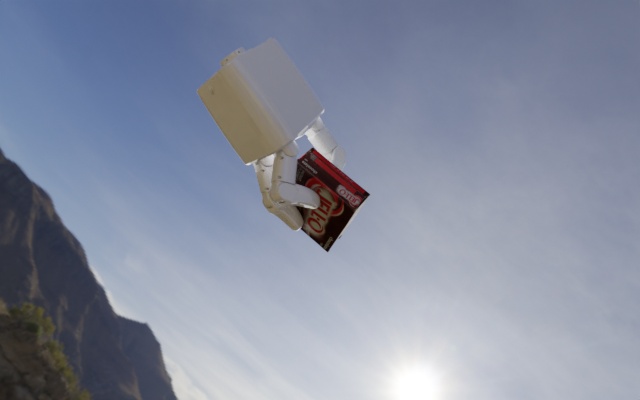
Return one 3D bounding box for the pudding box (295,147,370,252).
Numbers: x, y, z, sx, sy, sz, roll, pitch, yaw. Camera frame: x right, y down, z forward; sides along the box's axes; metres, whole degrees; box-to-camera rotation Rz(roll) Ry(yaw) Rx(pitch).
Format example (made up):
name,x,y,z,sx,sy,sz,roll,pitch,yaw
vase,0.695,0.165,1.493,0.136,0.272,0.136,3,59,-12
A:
name,x,y,z,sx,sy,sz,roll,pitch,yaw
pudding box,0.000,0.002,0.584,0.039,0.090,0.113,-44,-11,-31
